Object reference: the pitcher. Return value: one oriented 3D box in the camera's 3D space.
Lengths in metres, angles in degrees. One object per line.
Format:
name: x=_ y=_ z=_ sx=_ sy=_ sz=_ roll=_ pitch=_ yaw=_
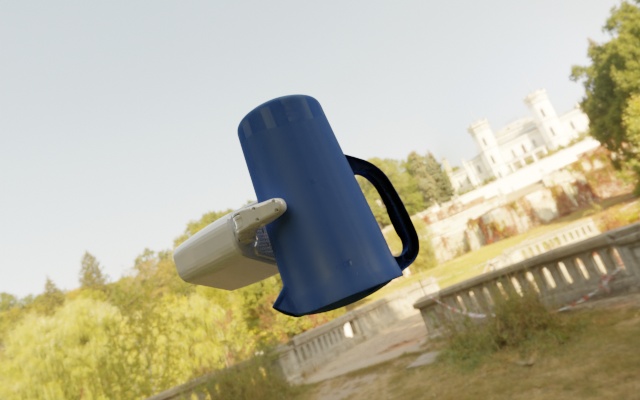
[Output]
pitcher: x=0.000 y=0.002 z=0.559 sx=0.145 sy=0.242 sz=0.149 roll=-28 pitch=-14 yaw=28
